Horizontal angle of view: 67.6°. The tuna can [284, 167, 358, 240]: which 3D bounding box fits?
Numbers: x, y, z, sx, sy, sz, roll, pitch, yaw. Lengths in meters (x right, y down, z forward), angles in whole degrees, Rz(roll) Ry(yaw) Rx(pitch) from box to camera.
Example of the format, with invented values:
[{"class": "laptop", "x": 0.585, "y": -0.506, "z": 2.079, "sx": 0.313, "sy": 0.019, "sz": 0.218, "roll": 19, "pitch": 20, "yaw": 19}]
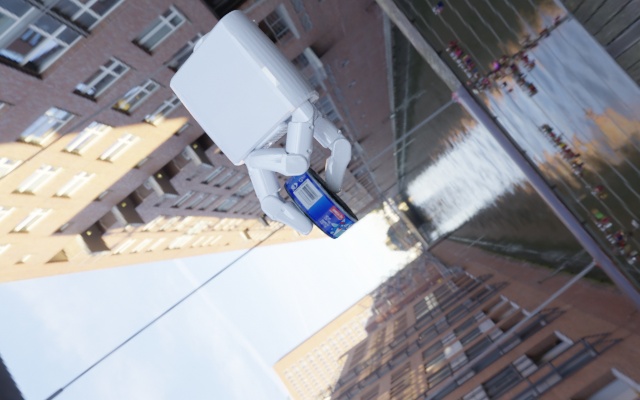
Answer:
[{"class": "tuna can", "x": 0.000, "y": 0.002, "z": 0.522, "sx": 0.034, "sy": 0.086, "sz": 0.086, "roll": -43, "pitch": -6, "yaw": 6}]
